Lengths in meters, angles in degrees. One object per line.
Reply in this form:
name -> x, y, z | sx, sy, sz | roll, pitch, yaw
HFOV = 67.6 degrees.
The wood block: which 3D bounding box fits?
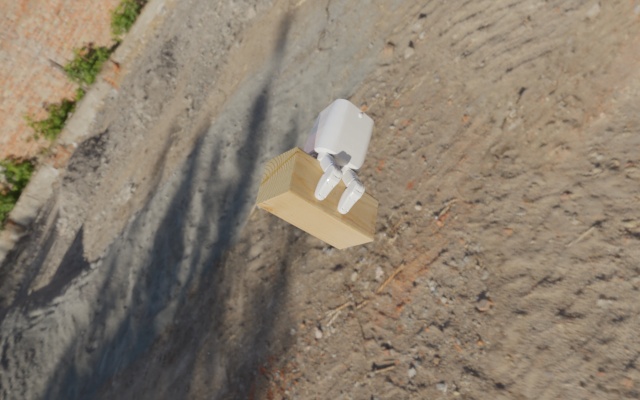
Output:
wood block -> 0.000, 0.002, 0.851 | 0.206, 0.090, 0.091 | 31, -34, -34
